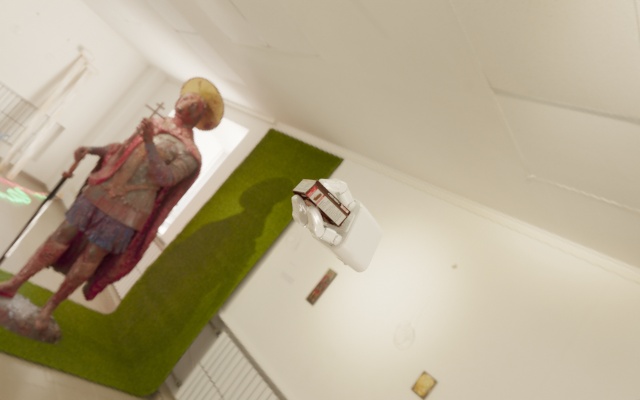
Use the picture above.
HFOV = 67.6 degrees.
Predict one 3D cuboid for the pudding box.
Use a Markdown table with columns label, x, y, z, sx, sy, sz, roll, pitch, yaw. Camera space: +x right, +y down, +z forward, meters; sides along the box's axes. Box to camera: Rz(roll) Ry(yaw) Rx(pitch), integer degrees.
| label | x | y | z | sx | sy | sz | roll | pitch | yaw |
| --- | --- | --- | --- | --- | --- | --- | --- | --- | --- |
| pudding box | 0.000 | 0.003 | 0.879 | 0.090 | 0.039 | 0.113 | 43 | -10 | -13 |
